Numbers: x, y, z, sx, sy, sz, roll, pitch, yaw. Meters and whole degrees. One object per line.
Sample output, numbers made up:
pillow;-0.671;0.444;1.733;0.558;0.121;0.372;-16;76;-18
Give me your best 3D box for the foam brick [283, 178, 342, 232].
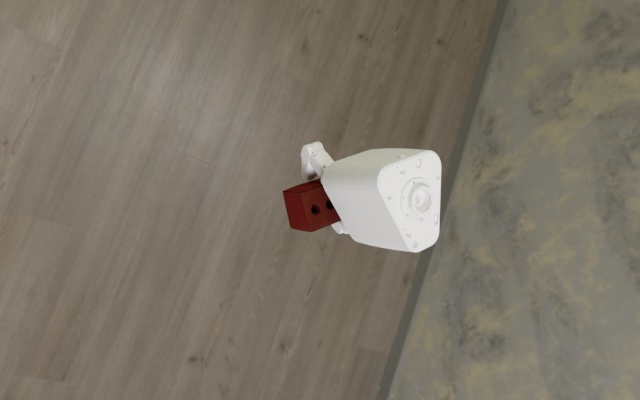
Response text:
foam brick;0.000;0.002;0.612;0.078;0.053;0.051;-21;15;-28
